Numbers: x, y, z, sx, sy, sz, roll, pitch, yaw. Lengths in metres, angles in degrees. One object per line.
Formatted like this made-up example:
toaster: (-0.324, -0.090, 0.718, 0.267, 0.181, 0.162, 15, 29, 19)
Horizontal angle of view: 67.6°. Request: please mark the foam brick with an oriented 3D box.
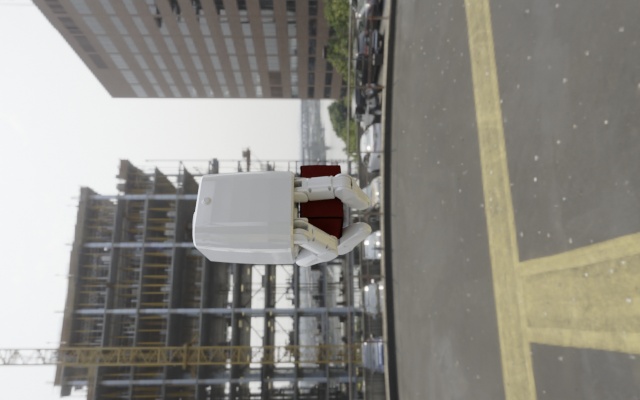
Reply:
foam brick: (0.000, 0.002, 0.577, 0.051, 0.078, 0.053, -1, -34, -1)
